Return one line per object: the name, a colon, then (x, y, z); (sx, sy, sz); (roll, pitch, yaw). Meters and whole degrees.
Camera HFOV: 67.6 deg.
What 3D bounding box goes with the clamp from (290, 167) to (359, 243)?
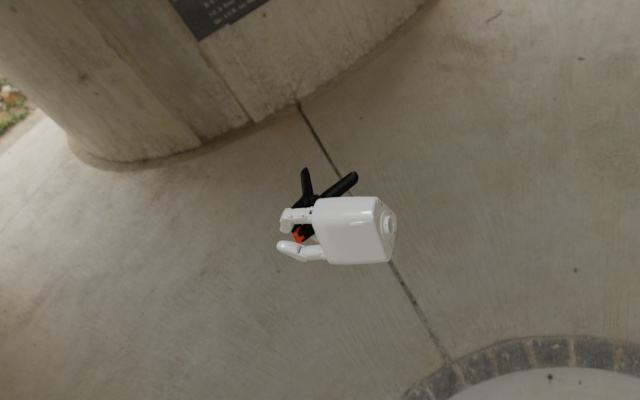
clamp: (0.000, 0.003, 0.874); (0.120, 0.171, 0.039); (-4, -39, 27)
